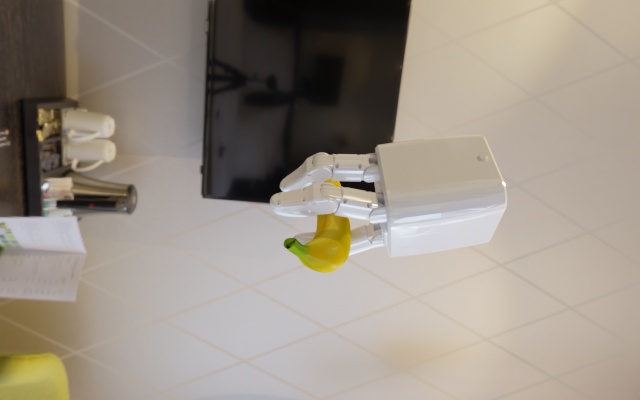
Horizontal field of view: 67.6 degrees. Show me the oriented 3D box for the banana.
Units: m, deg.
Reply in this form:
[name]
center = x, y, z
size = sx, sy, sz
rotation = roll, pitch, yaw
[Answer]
[banana]
center = 0.007, 0.019, 0.488
size = 0.037, 0.070, 0.197
rotation = -19, 21, 14
